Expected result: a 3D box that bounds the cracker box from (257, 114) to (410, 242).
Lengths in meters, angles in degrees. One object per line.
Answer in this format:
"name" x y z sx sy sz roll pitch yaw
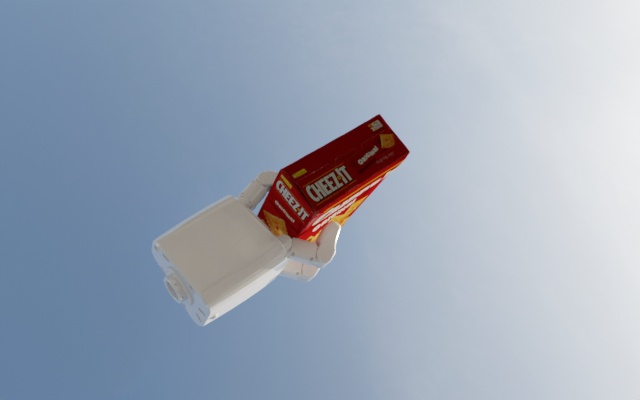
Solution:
"cracker box" 0.000 0.002 0.625 0.164 0.072 0.214 -33 -10 -32
